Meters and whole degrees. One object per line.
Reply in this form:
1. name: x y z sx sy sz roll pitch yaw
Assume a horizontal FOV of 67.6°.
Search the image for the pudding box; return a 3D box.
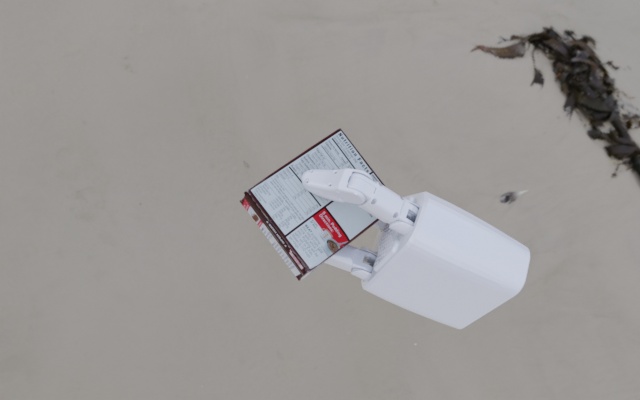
1. pudding box: 0.000 0.001 0.427 0.113 0.090 0.039 -36 -5 -25
